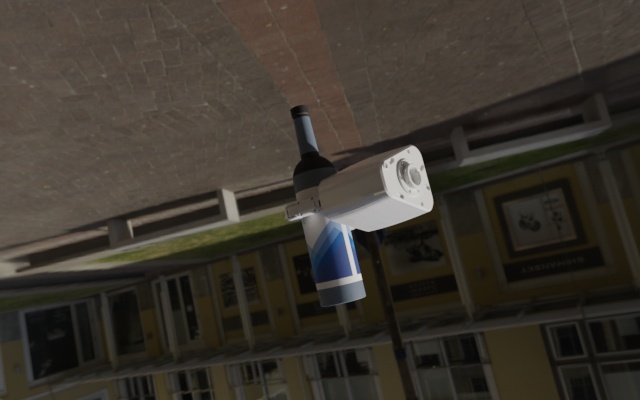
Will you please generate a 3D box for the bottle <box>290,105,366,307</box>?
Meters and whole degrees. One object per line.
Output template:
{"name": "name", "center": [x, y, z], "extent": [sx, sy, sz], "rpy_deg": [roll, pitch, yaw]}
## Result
{"name": "bottle", "center": [0.000, 0.003, 0.702], "extent": [0.069, 0.295, 0.069], "rpy_deg": [-13, -8, -2]}
